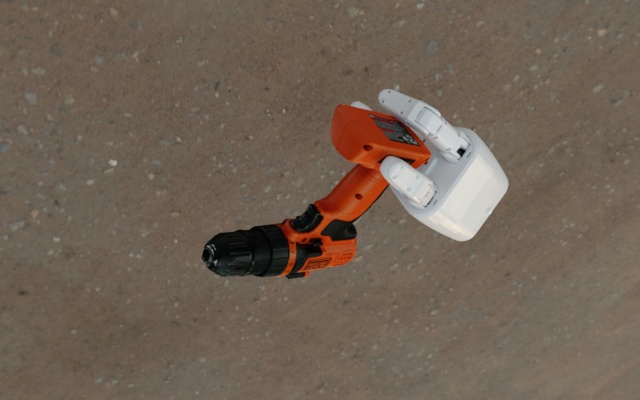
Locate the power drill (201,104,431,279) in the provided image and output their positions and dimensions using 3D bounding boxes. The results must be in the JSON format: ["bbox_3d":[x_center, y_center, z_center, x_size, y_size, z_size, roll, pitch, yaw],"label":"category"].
[{"bbox_3d":[0.001,0.001,0.445,0.184,0.057,0.188,-1,-42,-47],"label":"power drill"}]
